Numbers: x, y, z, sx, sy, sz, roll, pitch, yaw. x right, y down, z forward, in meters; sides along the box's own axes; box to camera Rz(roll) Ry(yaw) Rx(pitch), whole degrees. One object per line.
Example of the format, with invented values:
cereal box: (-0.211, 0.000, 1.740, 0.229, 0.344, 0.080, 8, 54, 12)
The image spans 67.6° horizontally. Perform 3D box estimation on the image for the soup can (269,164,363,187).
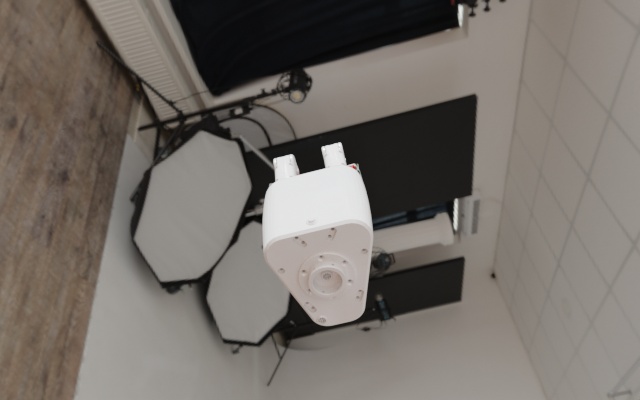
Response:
soup can: (0.000, 0.002, 0.539, 0.102, 0.068, 0.068, -14, -1, 4)
